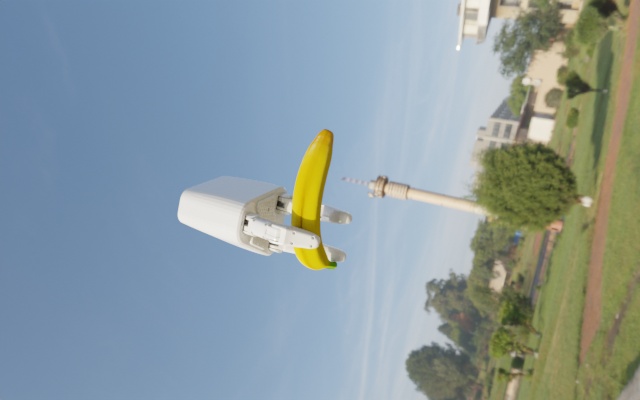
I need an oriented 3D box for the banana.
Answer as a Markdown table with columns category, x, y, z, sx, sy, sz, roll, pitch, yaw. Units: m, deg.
| category | x | y | z | sx | sy | sz | roll | pitch | yaw |
| --- | --- | --- | --- | --- | --- | --- | --- | --- | --- |
| banana | -0.009 | 0.012 | 0.599 | 0.037 | 0.198 | 0.069 | 13 | 28 | 28 |
